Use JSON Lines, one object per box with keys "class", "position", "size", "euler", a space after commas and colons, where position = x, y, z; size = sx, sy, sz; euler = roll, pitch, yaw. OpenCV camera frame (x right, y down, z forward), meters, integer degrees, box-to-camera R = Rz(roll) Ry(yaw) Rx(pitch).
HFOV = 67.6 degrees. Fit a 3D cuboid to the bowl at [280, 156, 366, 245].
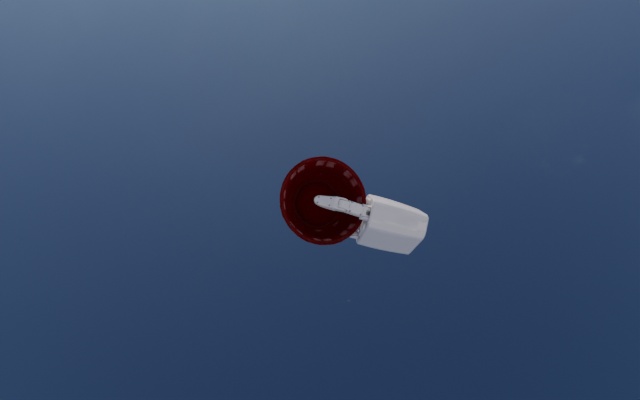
{"class": "bowl", "position": [-0.001, 0.002, 0.883], "size": [0.162, 0.162, 0.055], "euler": [0, -7, -14]}
